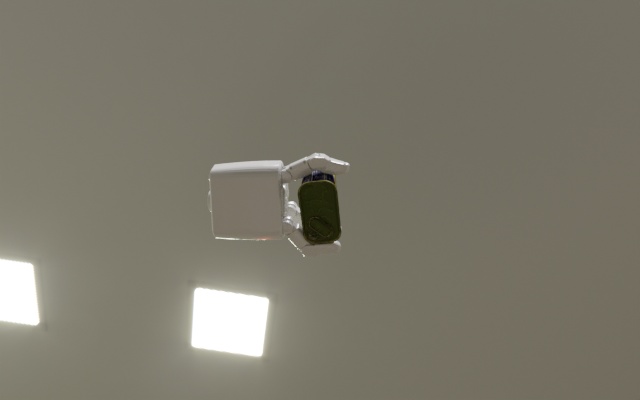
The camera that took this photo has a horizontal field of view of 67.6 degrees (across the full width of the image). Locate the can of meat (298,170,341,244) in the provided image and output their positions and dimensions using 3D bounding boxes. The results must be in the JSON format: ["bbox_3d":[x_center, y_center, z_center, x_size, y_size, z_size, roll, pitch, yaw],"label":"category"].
[{"bbox_3d":[0.000,0.002,0.731,0.057,0.102,0.084,-5,24,4],"label":"can of meat"}]
